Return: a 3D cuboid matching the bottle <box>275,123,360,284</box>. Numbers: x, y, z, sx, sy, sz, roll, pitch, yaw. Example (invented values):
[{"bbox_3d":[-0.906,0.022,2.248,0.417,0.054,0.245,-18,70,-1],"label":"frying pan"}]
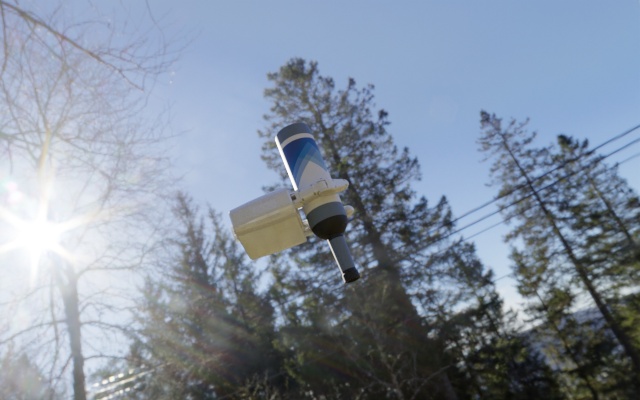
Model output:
[{"bbox_3d":[0.000,0.002,0.825,0.069,0.295,0.069,-19,-22,-8],"label":"bottle"}]
